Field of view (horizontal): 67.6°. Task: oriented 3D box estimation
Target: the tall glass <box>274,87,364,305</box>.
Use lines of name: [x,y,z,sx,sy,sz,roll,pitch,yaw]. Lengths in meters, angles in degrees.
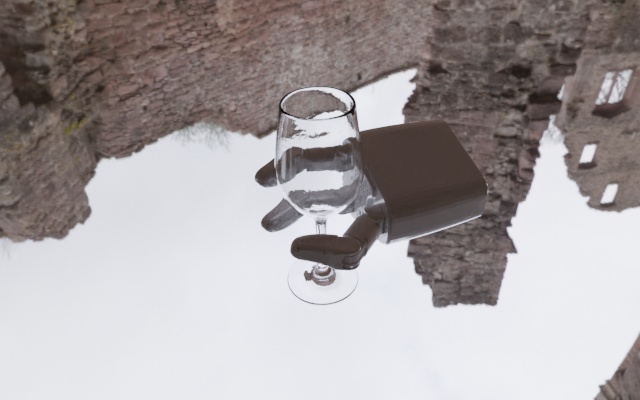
tall glass: [0.000,0.002,0.439,0.079,0.201,0.079,-1,37,1]
